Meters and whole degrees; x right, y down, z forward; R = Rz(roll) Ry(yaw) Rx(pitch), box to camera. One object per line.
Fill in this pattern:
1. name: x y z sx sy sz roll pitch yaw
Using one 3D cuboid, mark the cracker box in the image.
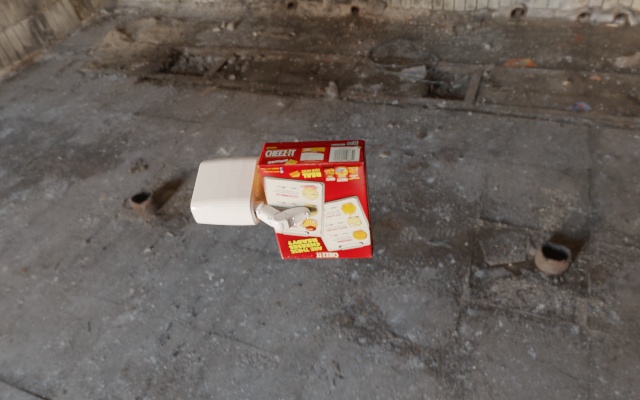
1. cracker box: 0.000 0.003 0.796 0.164 0.214 0.072 -1 43 9
